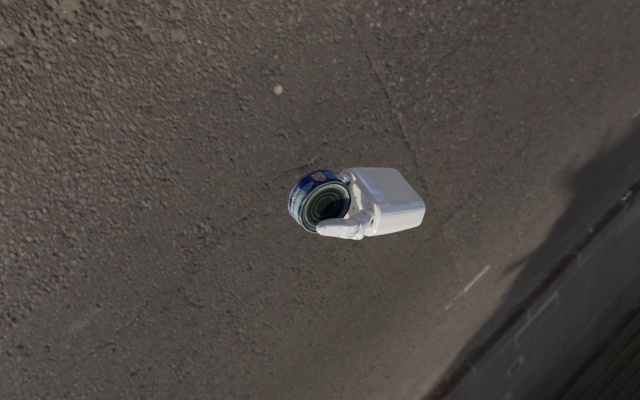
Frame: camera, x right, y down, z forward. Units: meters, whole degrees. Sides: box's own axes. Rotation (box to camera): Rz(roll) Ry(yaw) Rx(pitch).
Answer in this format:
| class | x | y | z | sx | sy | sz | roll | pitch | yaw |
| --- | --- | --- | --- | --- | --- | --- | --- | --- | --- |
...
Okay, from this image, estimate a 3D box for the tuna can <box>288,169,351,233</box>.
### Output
| class | x | y | z | sx | sy | sz | roll | pitch | yaw |
| --- | --- | --- | --- | --- | --- | --- | --- | --- | --- |
| tuna can | 0.000 | 0.002 | 0.664 | 0.086 | 0.086 | 0.033 | 0 | 30 | -35 |
